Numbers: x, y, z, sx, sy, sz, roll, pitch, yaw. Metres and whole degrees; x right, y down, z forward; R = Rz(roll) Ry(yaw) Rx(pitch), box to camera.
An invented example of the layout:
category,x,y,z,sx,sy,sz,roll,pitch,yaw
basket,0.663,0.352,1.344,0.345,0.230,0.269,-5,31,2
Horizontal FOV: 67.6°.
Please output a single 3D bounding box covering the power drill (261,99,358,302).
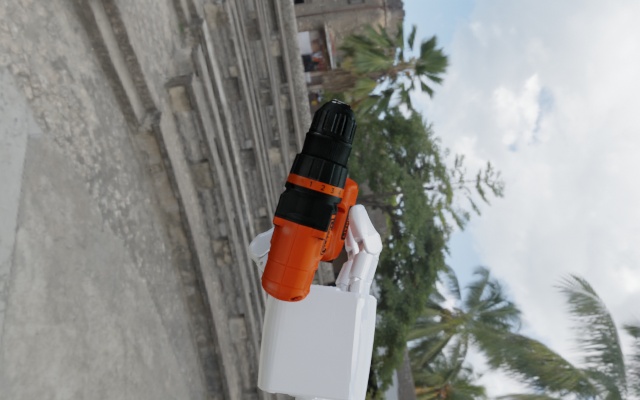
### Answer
category,x,y,z,sx,sy,sz,roll,pitch,yaw
power drill,0.000,0.002,0.495,0.057,0.184,0.187,19,1,10
